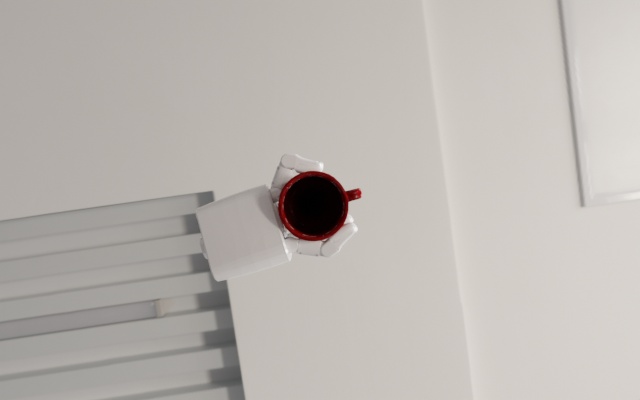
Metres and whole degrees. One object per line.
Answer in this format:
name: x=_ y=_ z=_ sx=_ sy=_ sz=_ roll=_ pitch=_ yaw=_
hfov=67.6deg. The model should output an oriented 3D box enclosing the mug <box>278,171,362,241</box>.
mug: x=0.001 y=0.002 z=0.665 sx=0.117 sy=0.093 sz=0.081 roll=-17 pitch=4 yaw=-2
